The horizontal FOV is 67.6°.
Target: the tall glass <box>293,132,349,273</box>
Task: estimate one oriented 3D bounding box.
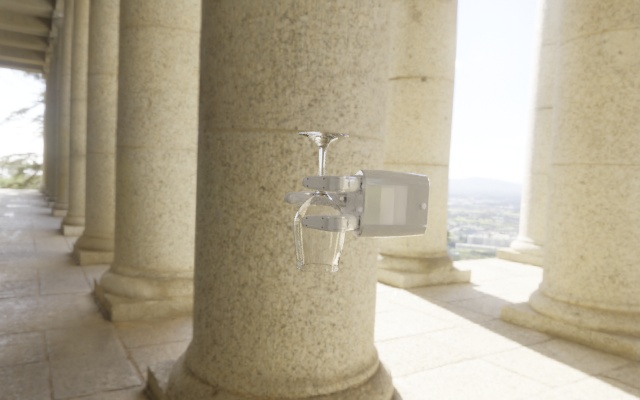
[{"bbox_3d":[0.000,0.002,0.708,0.079,0.201,0.079,3,3,0],"label":"tall glass"}]
